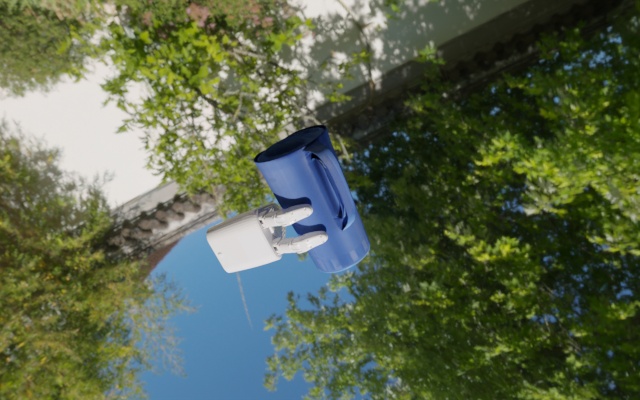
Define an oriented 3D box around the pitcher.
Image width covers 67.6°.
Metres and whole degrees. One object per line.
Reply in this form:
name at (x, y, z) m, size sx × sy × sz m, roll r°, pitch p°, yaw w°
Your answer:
pitcher at (0.000, 0.003, 0.821) m, size 0.145 × 0.243 × 0.149 m, roll -20°, pitch 21°, yaw 17°
